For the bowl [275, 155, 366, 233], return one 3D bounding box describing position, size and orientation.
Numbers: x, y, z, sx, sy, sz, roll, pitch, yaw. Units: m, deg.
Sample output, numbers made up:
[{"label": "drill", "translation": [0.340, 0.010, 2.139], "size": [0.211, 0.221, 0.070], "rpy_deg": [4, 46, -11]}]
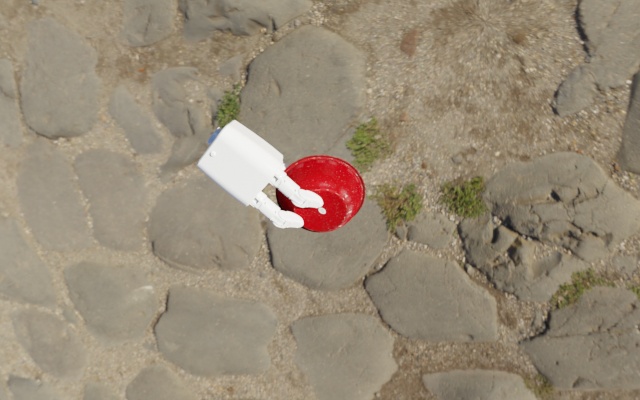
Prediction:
[{"label": "bowl", "translation": [0.001, 0.003, 0.837], "size": [0.162, 0.162, 0.055], "rpy_deg": [0, 36, -1]}]
